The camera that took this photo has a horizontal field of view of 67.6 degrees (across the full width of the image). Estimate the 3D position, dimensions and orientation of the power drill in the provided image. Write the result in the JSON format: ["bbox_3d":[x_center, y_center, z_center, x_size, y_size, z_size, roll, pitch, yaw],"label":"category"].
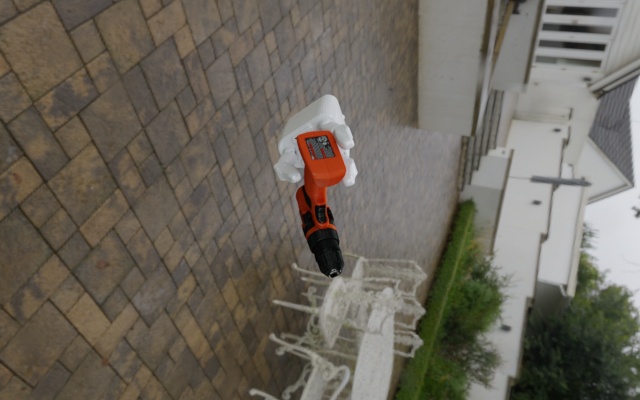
[{"bbox_3d":[0.000,0.002,0.736,0.057,0.184,0.188,-10,-41,-14],"label":"power drill"}]
